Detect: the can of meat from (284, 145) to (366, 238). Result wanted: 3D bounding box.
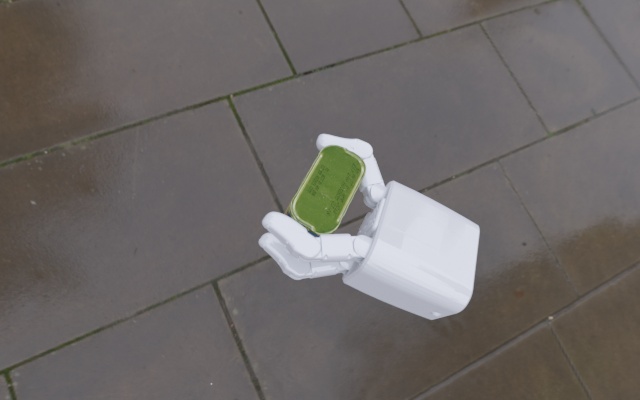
[{"bbox_3d":[0.000,0.001,0.498,0.057,0.102,0.084,29,-24,-2],"label":"can of meat"}]
